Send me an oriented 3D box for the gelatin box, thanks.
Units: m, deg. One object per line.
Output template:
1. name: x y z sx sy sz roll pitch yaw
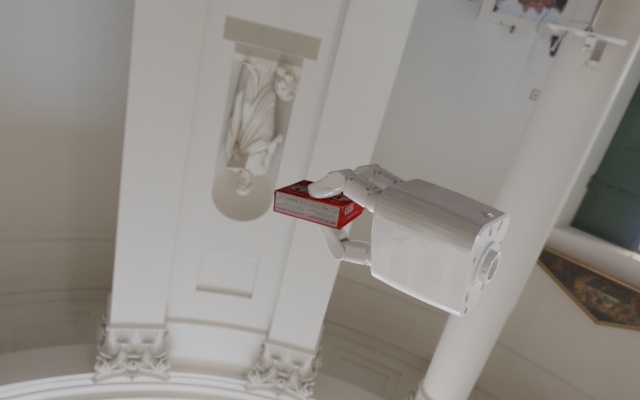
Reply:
1. gelatin box: 0.000 0.002 0.568 0.089 0.030 0.073 14 18 23
